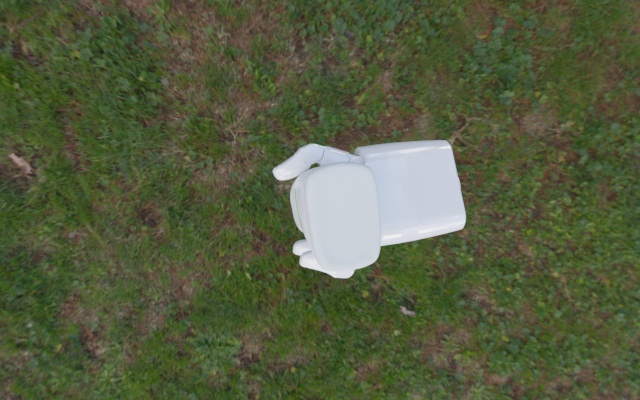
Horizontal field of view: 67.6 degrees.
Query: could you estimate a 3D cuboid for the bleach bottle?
[{"bbox_3d":[0.000,0.002,0.543,0.068,0.102,0.251,-8,9,-9],"label":"bleach bottle"}]
